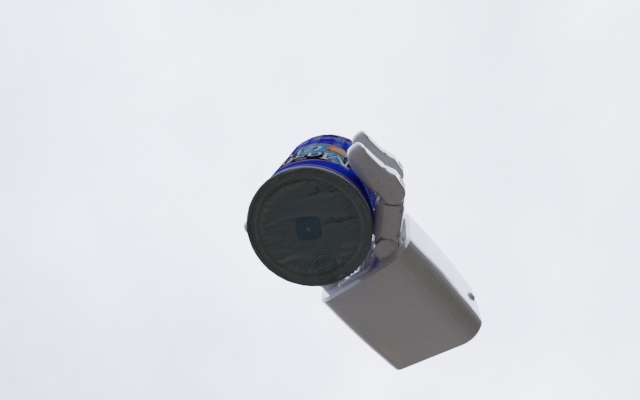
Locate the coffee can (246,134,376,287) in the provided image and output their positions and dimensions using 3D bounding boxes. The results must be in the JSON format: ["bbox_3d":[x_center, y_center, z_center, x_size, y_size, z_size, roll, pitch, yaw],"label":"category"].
[{"bbox_3d":[0.000,0.001,0.445,0.103,0.103,0.140,0,19,9],"label":"coffee can"}]
